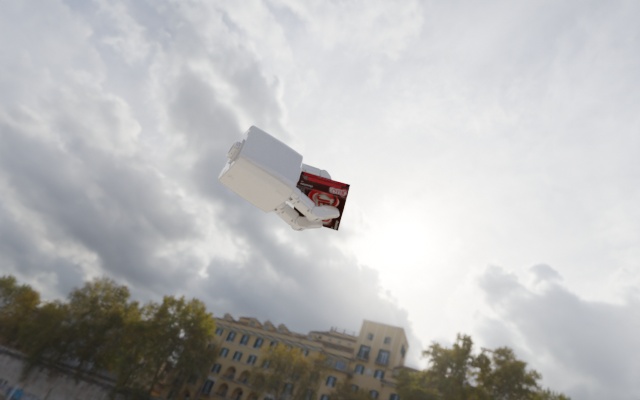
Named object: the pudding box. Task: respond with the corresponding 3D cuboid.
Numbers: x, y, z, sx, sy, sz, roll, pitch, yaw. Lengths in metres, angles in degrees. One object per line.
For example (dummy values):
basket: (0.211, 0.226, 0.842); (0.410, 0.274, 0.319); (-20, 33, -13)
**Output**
pudding box: (0.000, 0.003, 0.854); (0.090, 0.039, 0.114); (16, -31, 4)
